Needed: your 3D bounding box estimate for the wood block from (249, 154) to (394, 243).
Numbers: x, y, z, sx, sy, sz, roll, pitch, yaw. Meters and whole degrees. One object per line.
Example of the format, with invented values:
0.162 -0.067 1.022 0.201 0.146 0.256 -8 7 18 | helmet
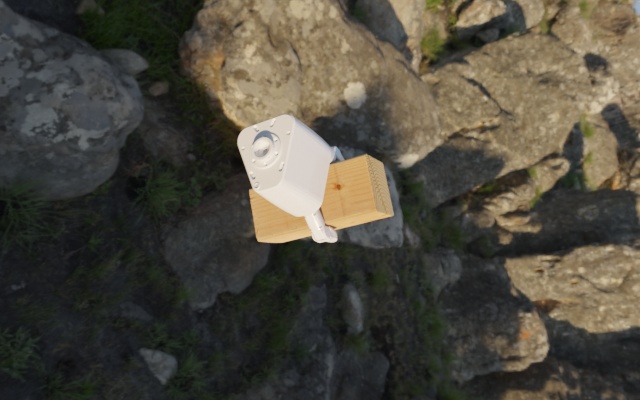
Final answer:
0.000 0.003 0.770 0.206 0.091 0.090 -15 -12 23 | wood block
